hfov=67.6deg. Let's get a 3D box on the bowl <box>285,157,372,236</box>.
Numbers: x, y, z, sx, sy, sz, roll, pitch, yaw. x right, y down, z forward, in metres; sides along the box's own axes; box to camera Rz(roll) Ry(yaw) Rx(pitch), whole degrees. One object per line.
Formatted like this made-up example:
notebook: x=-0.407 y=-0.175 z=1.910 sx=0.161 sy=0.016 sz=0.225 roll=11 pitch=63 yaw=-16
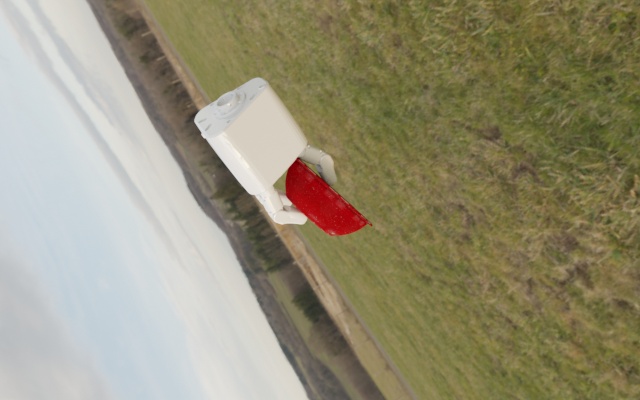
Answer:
bowl: x=0.001 y=0.003 z=0.712 sx=0.162 sy=0.055 sz=0.162 roll=41 pitch=2 yaw=-2
